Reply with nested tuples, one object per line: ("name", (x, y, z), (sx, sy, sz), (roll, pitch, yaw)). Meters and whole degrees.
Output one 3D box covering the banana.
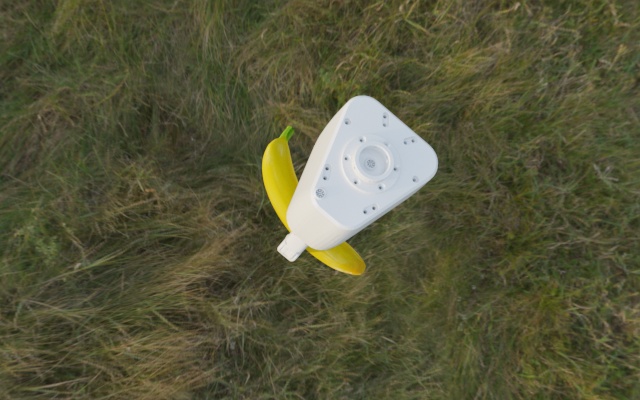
("banana", (-0.017, 0.006, 0.548), (0.069, 0.198, 0.037), (-24, -7, -21))
